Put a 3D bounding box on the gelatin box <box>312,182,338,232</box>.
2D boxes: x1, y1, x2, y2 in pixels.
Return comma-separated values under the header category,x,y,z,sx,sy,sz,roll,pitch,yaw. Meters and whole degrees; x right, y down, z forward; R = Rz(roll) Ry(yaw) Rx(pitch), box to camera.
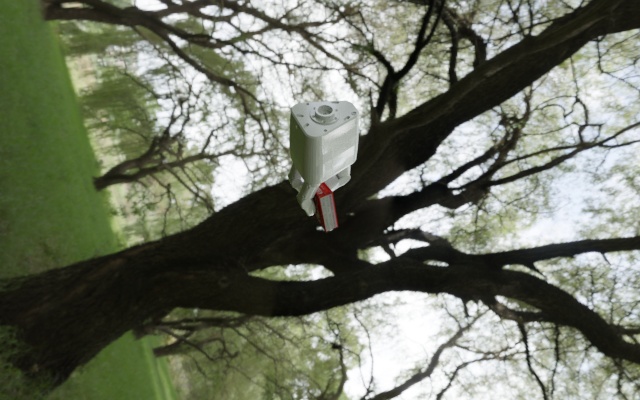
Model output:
category,x,y,z,sx,sy,sz,roll,pitch,yaw
gelatin box,0.001,0.003,0.891,0.030,0.089,0.073,-23,41,-13
